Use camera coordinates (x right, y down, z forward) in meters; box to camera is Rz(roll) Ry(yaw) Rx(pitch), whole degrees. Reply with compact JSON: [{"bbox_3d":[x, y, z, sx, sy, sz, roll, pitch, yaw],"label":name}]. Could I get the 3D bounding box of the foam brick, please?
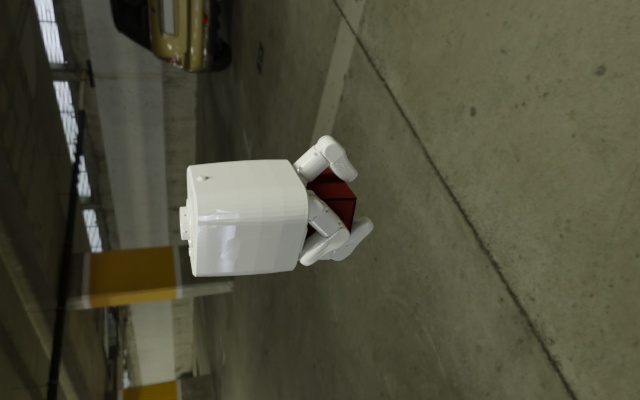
[{"bbox_3d":[0.000,0.002,0.534,0.051,0.053,0.078,-2,29,-19],"label":"foam brick"}]
